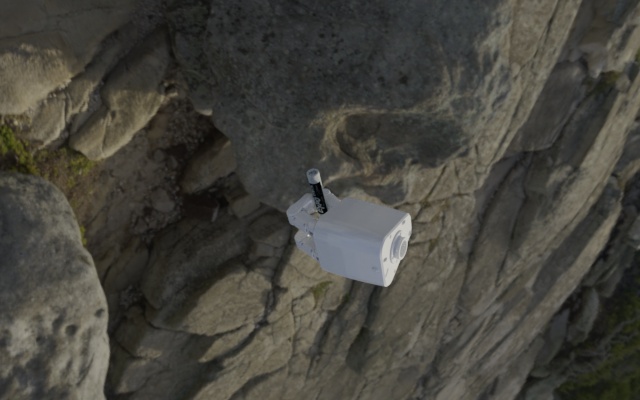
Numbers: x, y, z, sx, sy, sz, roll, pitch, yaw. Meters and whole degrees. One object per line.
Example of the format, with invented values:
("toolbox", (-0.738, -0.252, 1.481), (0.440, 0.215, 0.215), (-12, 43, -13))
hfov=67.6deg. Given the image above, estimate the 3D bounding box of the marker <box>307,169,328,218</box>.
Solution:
("marker", (0.000, 0.002, 0.748), (0.020, 0.121, 0.020), (-9, 41, 7))
